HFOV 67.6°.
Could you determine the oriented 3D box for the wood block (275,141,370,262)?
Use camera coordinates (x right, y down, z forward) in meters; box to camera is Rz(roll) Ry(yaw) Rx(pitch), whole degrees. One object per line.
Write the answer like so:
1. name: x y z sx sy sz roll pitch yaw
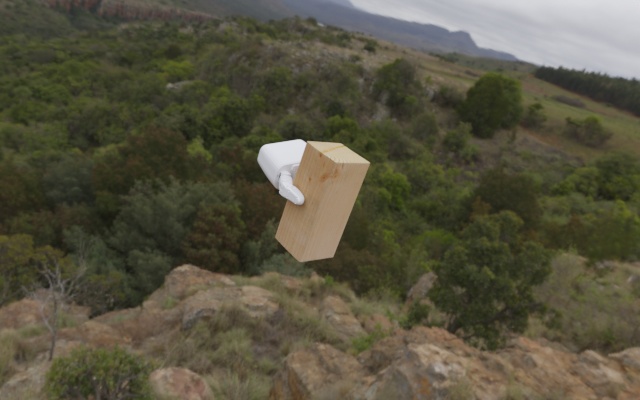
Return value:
1. wood block: 0.000 0.003 0.896 0.091 0.206 0.090 -2 31 -42
